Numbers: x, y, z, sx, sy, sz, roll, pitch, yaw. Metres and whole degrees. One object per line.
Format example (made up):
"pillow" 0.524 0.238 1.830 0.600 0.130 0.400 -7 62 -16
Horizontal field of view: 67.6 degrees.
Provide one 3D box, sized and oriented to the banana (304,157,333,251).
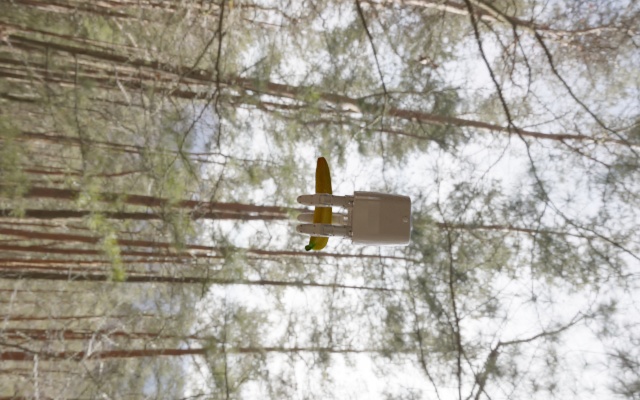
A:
"banana" 0.003 0.015 0.902 0.037 0.197 0.070 0 -28 10
